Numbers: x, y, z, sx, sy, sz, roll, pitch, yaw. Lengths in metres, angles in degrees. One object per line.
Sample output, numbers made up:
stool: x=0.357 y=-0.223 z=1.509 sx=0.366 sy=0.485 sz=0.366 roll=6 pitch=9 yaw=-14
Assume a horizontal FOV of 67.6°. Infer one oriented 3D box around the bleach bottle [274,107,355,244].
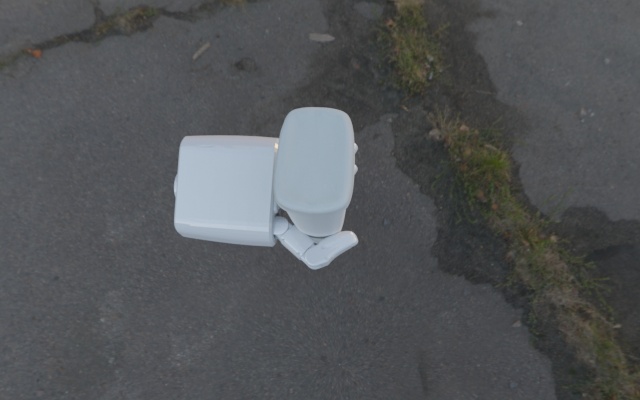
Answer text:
bleach bottle: x=0.000 y=0.002 z=0.519 sx=0.068 sy=0.102 sz=0.251 roll=3 pitch=-19 yaw=3
